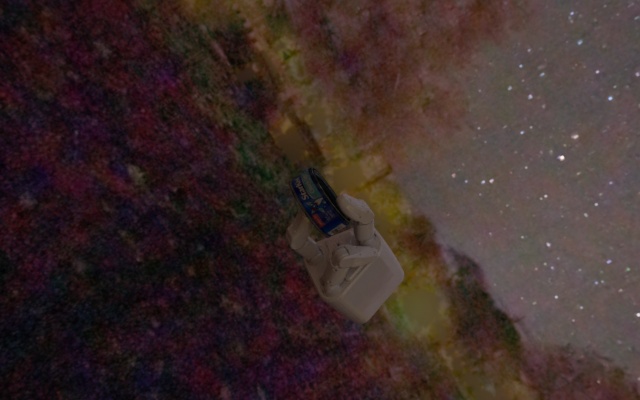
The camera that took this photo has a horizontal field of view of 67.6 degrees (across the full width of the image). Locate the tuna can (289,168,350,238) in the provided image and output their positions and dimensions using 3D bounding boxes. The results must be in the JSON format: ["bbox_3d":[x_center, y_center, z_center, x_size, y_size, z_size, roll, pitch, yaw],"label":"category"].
[{"bbox_3d":[0.001,0.002,0.590,0.034,0.086,0.086,-35,-6,9],"label":"tuna can"}]
